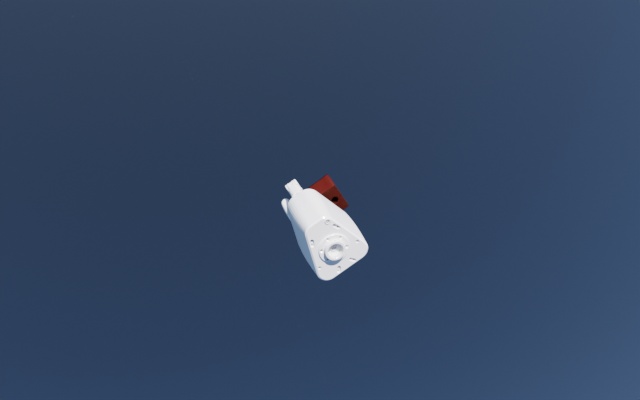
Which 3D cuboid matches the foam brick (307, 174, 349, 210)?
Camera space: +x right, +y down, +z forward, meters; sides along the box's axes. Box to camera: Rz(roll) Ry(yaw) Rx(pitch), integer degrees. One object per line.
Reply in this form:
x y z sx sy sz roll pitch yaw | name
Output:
0.000 0.002 0.842 0.078 0.053 0.051 -36 30 0 | foam brick
